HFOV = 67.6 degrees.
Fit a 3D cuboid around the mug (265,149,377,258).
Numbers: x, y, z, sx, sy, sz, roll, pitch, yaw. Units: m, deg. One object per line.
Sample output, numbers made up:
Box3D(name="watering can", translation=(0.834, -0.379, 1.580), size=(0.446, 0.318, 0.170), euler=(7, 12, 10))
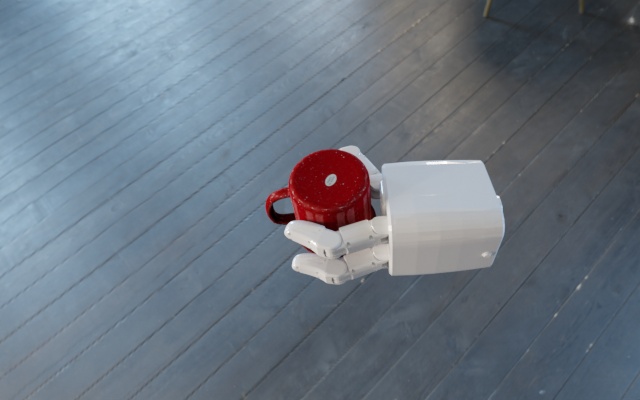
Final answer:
Box3D(name="mug", translation=(-0.001, 0.002, 0.502), size=(0.117, 0.093, 0.082), euler=(-4, -36, 4))
